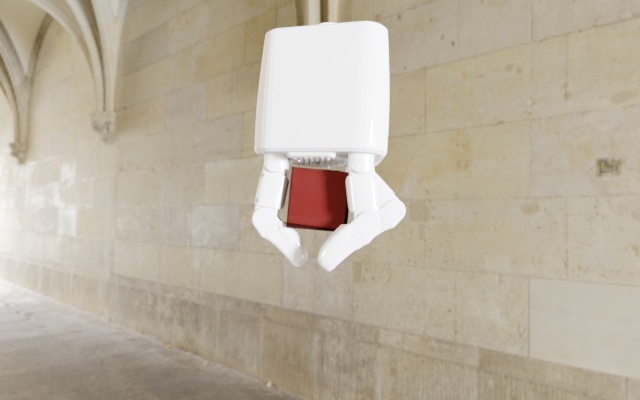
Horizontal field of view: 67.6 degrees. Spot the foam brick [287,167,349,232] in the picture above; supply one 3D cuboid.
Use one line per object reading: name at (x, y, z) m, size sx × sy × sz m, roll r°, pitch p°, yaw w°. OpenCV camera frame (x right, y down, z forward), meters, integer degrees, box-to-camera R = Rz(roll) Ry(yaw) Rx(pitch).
foam brick at (0.000, 0.002, 0.433) m, size 0.053 × 0.051 × 0.078 m, roll 5°, pitch -3°, yaw 1°
